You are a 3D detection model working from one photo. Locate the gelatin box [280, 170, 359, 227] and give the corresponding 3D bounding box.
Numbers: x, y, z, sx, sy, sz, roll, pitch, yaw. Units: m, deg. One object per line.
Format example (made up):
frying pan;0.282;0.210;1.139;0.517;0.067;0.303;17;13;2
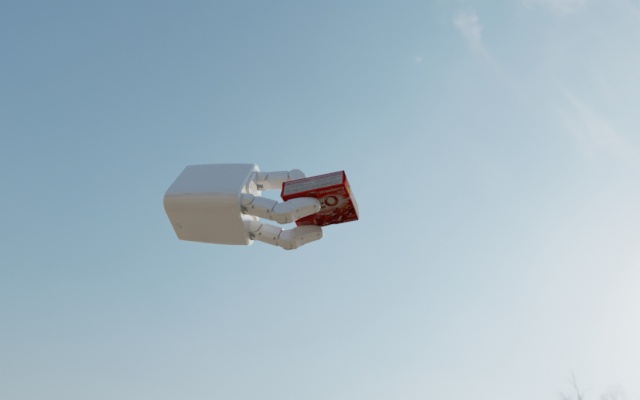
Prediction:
gelatin box;0.000;0.002;0.641;0.089;0.030;0.073;-11;-46;14
